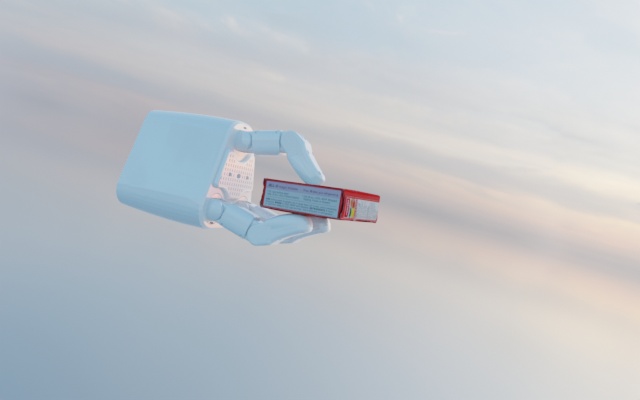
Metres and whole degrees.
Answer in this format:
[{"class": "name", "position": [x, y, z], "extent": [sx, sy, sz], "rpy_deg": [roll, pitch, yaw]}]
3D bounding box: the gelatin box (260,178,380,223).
[{"class": "gelatin box", "position": [0.000, 0.001, 0.447], "extent": [0.089, 0.030, 0.073], "rpy_deg": [8, -1, 32]}]
